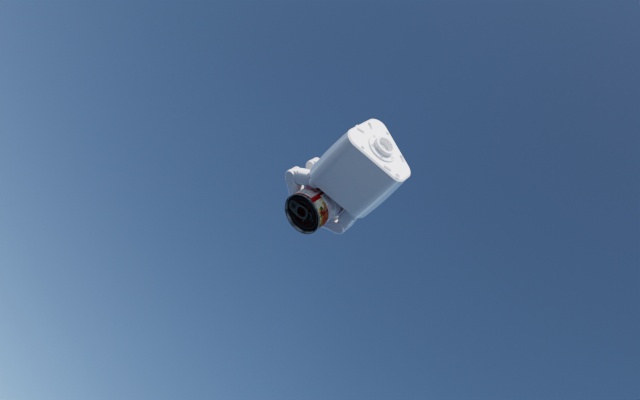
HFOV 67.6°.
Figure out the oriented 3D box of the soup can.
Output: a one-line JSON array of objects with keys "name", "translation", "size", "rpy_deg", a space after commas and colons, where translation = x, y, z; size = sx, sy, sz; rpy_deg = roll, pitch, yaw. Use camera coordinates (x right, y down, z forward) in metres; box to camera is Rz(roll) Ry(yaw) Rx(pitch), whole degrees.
[{"name": "soup can", "translation": [0.000, 0.003, 0.774], "size": [0.068, 0.068, 0.102], "rpy_deg": [0, 22, 39]}]
